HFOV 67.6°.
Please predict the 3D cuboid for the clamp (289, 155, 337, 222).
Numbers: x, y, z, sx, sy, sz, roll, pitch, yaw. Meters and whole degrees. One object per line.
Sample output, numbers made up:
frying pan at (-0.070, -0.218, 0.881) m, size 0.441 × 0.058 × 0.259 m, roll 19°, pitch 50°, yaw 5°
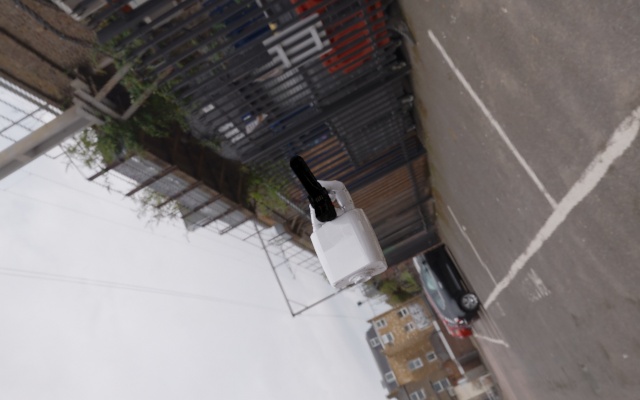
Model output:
clamp at (0.000, 0.003, 0.821) m, size 0.039 × 0.120 × 0.171 m, roll -24°, pitch -25°, yaw 9°
